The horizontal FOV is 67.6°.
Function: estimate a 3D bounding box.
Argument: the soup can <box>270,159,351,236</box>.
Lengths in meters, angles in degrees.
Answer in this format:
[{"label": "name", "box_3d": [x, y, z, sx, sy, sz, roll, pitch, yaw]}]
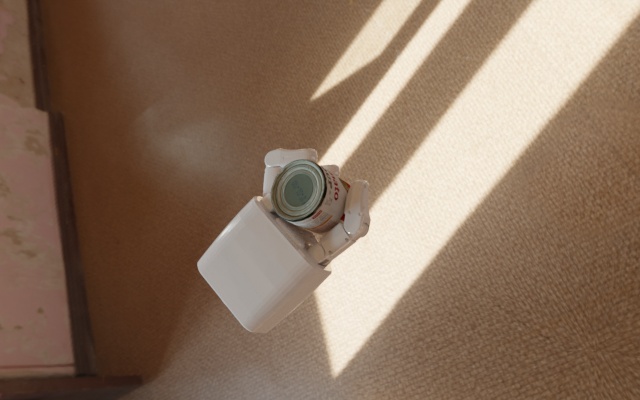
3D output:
[{"label": "soup can", "box_3d": [0.000, 0.001, 0.524, 0.068, 0.068, 0.102, 0, -15, 30]}]
